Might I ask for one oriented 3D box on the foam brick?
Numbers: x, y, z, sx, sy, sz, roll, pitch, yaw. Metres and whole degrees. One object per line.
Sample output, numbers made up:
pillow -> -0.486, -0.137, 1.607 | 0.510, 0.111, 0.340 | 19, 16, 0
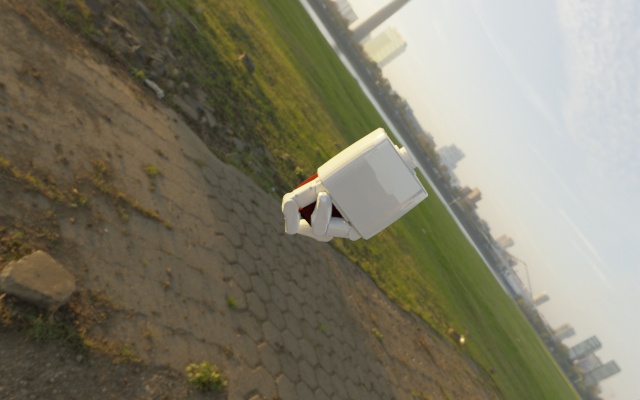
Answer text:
foam brick -> 0.000, 0.002, 0.703 | 0.051, 0.053, 0.078 | -35, 27, 12
